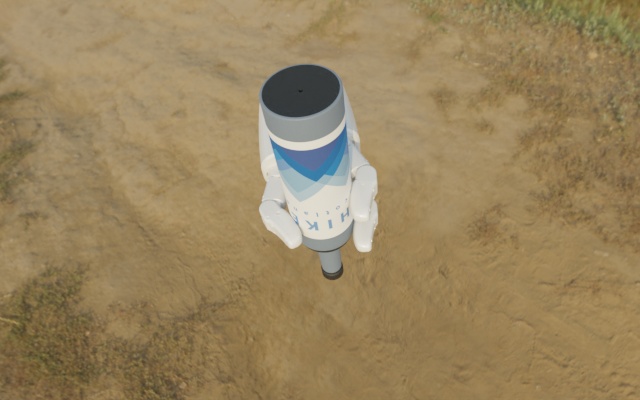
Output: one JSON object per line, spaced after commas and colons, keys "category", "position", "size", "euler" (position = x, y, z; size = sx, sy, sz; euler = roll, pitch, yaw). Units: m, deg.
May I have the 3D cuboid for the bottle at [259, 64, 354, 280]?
{"category": "bottle", "position": [0.000, 0.002, 0.489], "size": [0.069, 0.069, 0.296], "euler": [0, -37, 8]}
